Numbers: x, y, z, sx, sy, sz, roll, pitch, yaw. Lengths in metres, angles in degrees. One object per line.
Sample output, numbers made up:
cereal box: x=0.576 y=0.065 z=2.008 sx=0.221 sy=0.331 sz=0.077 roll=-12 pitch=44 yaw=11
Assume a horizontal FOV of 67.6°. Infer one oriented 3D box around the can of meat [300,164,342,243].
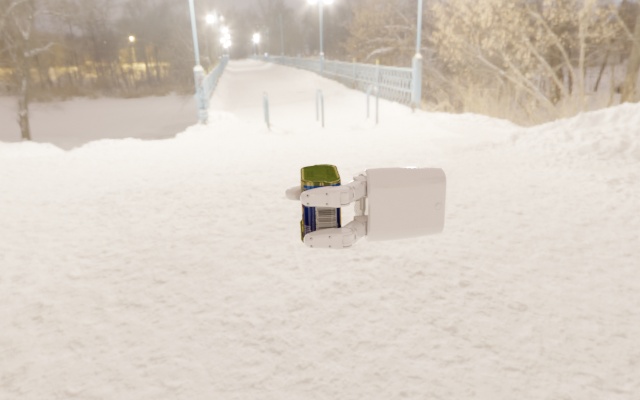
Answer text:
can of meat: x=0.000 y=0.002 z=0.642 sx=0.057 sy=0.084 sz=0.102 roll=-2 pitch=17 yaw=-3
